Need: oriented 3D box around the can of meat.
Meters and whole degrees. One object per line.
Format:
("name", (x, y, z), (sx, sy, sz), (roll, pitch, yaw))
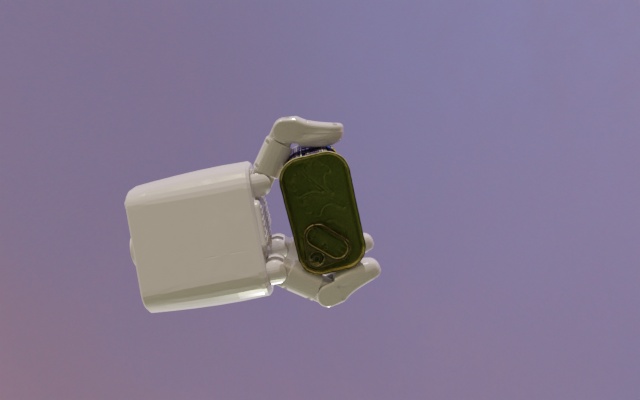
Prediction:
("can of meat", (0.000, 0.001, 0.425), (0.057, 0.102, 0.084), (-13, 16, 0))
